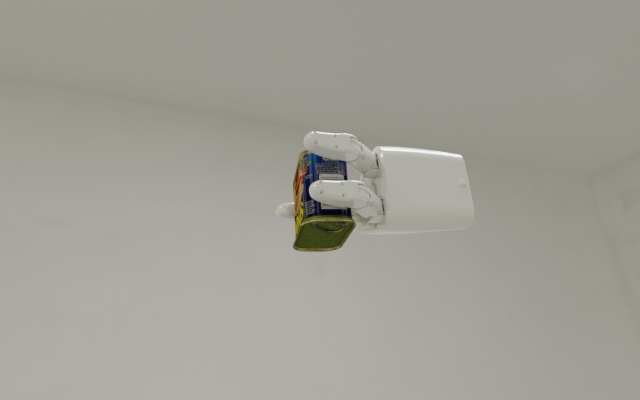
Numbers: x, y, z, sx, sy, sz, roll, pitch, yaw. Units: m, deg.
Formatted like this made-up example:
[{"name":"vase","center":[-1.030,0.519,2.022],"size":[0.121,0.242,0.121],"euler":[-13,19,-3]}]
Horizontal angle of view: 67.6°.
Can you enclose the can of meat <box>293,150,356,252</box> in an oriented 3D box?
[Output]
[{"name":"can of meat","center":[0.000,0.001,0.528],"size":[0.057,0.084,0.102],"euler":[0,-23,-10]}]
